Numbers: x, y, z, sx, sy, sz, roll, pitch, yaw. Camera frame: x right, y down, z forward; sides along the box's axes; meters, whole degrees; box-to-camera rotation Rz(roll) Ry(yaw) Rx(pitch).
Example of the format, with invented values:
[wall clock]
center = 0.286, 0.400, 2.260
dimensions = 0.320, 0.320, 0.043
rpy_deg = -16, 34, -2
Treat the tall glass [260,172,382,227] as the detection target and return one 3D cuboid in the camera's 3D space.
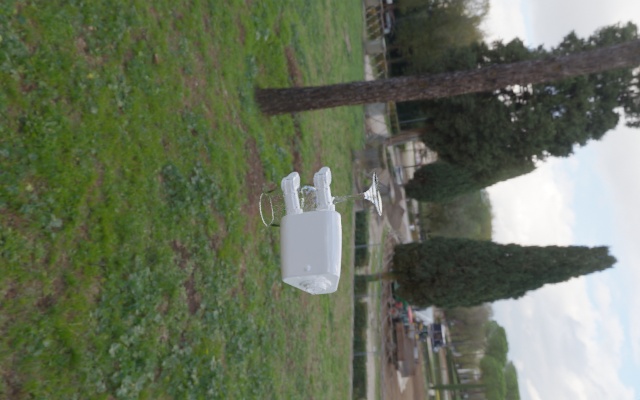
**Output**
[tall glass]
center = 0.001, 0.002, 0.822
dimensions = 0.201, 0.079, 0.079
rpy_deg = -8, -2, 13
